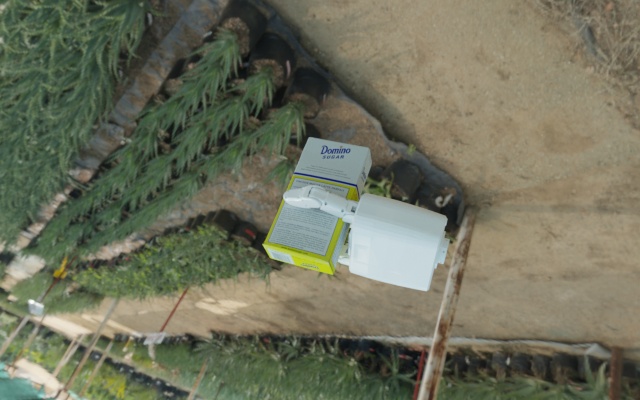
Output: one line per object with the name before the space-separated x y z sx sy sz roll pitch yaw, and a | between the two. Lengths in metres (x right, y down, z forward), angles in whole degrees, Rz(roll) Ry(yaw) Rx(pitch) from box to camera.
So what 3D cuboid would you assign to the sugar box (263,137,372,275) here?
sugar box | 0.000 0.002 0.638 0.093 0.176 0.048 13 -29 18
